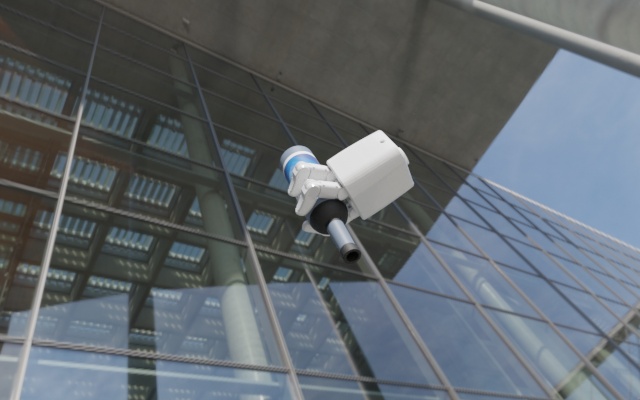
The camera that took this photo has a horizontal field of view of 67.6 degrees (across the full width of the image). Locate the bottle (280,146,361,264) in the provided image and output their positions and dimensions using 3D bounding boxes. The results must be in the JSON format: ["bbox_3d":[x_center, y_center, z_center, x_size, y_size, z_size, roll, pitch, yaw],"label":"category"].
[{"bbox_3d":[0.000,0.003,0.794,0.069,0.069,0.295,0,32,-21],"label":"bottle"}]
